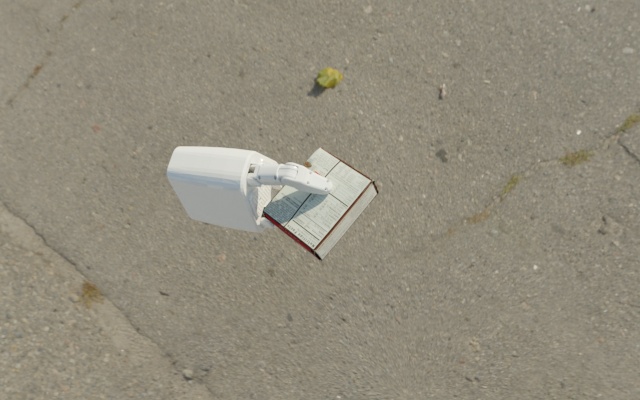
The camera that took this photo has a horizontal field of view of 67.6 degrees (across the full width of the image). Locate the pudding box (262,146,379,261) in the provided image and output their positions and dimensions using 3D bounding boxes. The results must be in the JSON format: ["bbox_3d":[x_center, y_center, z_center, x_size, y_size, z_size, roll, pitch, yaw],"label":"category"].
[{"bbox_3d":[0.000,0.002,0.574,0.090,0.113,0.039,36,-9,26],"label":"pudding box"}]
